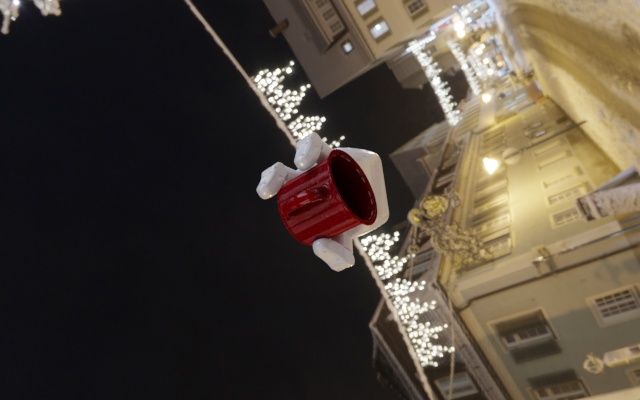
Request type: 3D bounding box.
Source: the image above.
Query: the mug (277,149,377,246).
[{"bbox_3d":[-0.001,0.002,0.533,0.081,0.093,0.117,-28,-9,28],"label":"mug"}]
